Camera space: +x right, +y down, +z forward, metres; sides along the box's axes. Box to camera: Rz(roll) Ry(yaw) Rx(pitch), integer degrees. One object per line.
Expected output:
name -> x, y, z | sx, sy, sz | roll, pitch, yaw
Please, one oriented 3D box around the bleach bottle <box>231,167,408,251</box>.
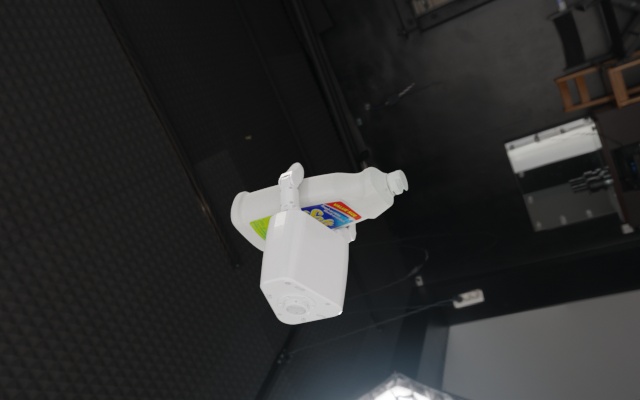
bleach bottle -> 0.000, 0.002, 0.692 | 0.251, 0.068, 0.103 | -18, -47, 25
